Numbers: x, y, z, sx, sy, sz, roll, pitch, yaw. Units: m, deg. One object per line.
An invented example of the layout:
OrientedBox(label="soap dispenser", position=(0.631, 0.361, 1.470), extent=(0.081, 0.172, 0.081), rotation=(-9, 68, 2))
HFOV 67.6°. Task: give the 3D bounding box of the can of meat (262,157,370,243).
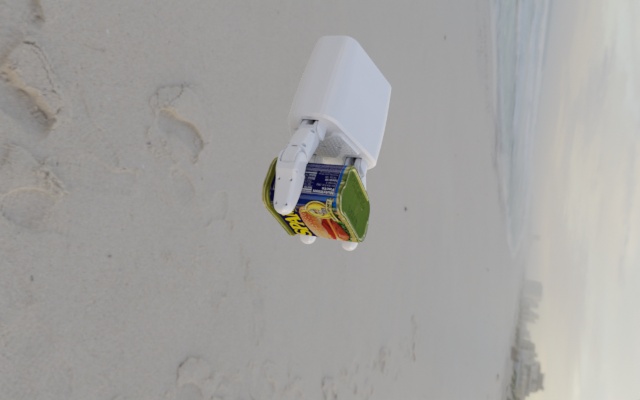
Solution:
OrientedBox(label="can of meat", position=(0.000, 0.002, 0.497), extent=(0.084, 0.057, 0.102), rotation=(6, -26, 23))
